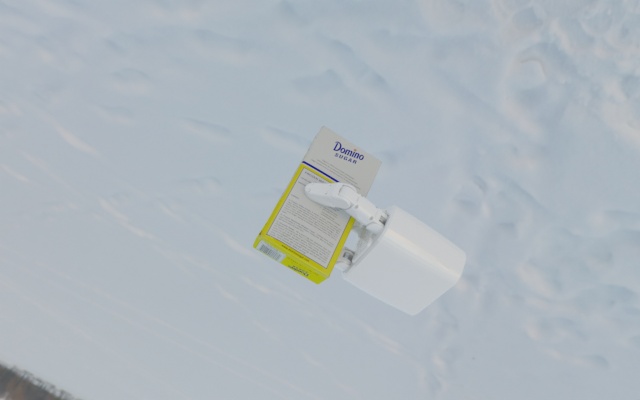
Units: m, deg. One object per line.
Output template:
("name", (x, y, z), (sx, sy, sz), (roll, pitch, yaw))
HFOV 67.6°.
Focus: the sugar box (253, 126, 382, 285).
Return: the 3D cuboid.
("sugar box", (0.000, 0.002, 0.583), (0.093, 0.176, 0.048), (32, -32, -6))
